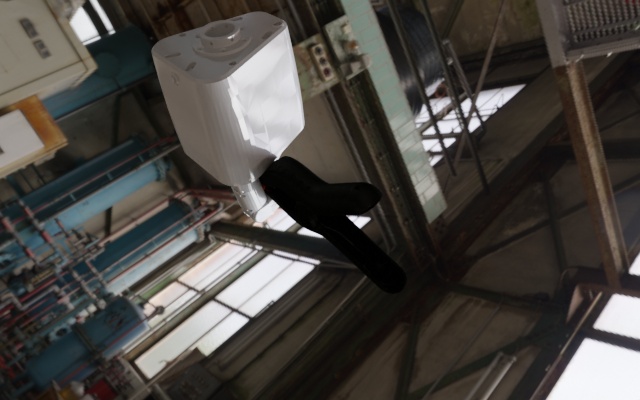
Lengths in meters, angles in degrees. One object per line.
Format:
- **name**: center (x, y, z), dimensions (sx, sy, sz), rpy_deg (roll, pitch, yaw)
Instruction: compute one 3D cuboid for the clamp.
- **clamp**: center (0.000, 0.001, 0.402), dimensions (0.171, 0.120, 0.039), rpy_deg (33, 60, 31)
